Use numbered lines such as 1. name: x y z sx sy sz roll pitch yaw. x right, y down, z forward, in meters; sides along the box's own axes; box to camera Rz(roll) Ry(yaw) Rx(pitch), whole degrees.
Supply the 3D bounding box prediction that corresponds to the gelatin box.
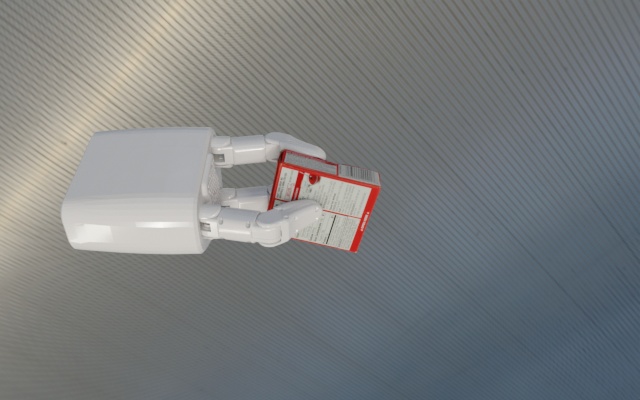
1. gelatin box: 0.000 0.002 0.419 0.089 0.073 0.030 13 32 -5
